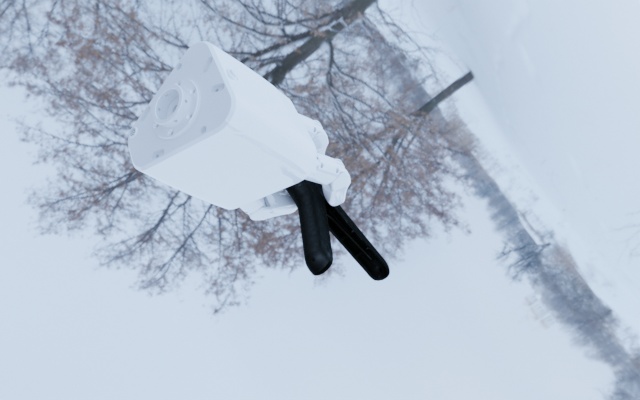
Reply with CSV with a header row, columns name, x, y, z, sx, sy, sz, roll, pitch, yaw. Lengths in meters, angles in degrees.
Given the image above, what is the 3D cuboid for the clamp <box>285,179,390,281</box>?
name,x,y,z,sx,sy,sz,roll,pitch,yaw
clamp,-0.001,0.002,0.527,0.036,0.210,0.164,-36,-32,16
